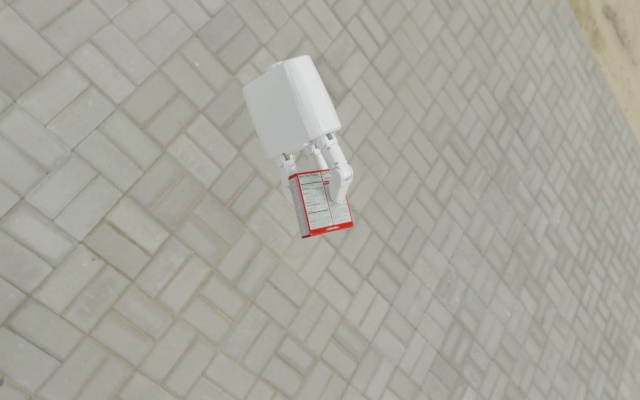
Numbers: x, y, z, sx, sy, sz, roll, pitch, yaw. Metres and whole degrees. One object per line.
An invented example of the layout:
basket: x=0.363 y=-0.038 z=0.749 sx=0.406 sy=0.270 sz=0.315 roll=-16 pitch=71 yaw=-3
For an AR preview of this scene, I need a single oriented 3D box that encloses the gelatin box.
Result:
gelatin box: x=0.000 y=0.002 z=0.665 sx=0.073 sy=0.089 sz=0.030 roll=-10 pitch=-7 yaw=-33
